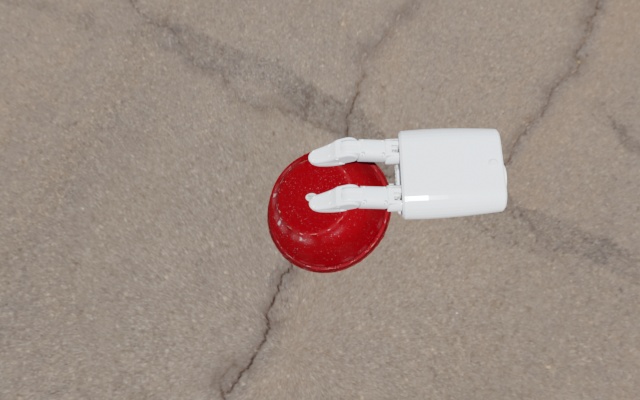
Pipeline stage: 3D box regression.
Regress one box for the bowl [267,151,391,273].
[{"bbox_3d":[-0.001,0.002,0.566,0.162,0.162,0.055,0,-16,20],"label":"bowl"}]
